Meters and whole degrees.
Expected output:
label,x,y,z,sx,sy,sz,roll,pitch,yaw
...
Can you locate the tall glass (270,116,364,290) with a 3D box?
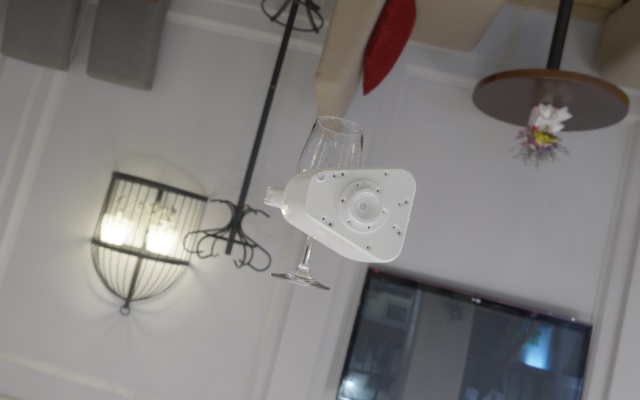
label,x,y,z,sx,sy,sz,roll,pitch,yaw
tall glass,0.000,0.003,0.581,0.079,0.201,0.079,14,-5,1
